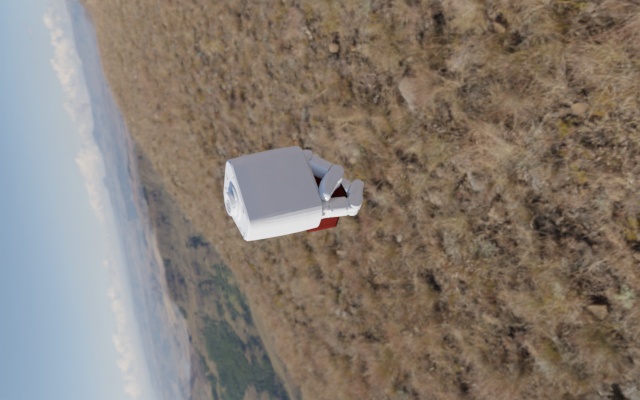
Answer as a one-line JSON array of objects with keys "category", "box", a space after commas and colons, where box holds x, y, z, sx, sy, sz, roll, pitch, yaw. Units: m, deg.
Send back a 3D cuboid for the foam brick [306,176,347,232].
[{"category": "foam brick", "box": [0.000, 0.003, 0.719, 0.051, 0.053, 0.078, -13, -35, -24]}]
